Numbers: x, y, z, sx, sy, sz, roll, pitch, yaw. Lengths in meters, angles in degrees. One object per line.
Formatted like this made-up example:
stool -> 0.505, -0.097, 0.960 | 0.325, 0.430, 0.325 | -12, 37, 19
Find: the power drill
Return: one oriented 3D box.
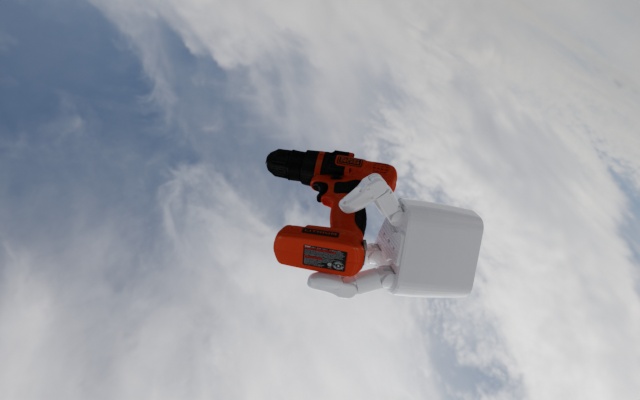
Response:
power drill -> 0.000, 0.002, 0.611 | 0.184, 0.057, 0.187 | 8, 43, 8
